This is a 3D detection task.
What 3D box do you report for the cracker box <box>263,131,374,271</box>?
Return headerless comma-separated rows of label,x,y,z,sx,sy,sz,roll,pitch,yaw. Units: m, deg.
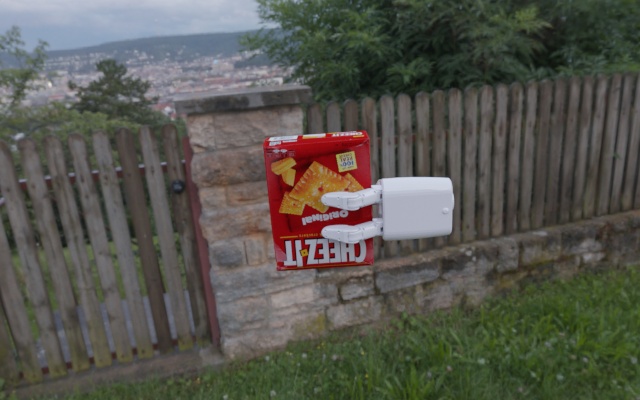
cracker box,0.000,0.002,0.771,0.164,0.214,0.072,-4,18,1
